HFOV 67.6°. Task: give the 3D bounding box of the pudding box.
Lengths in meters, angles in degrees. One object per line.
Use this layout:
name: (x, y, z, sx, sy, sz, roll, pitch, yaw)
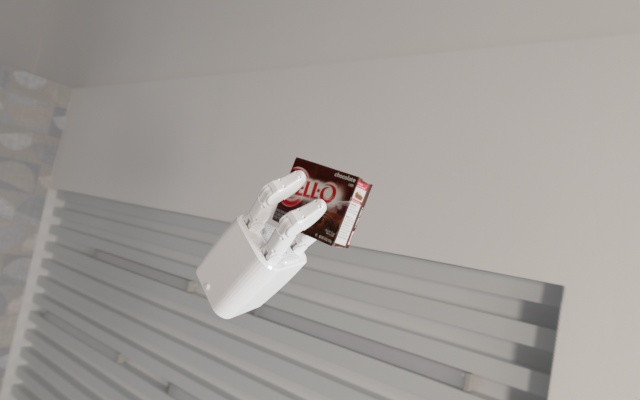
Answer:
pudding box: (0.000, 0.002, 0.609, 0.113, 0.090, 0.039, 21, 0, 37)
